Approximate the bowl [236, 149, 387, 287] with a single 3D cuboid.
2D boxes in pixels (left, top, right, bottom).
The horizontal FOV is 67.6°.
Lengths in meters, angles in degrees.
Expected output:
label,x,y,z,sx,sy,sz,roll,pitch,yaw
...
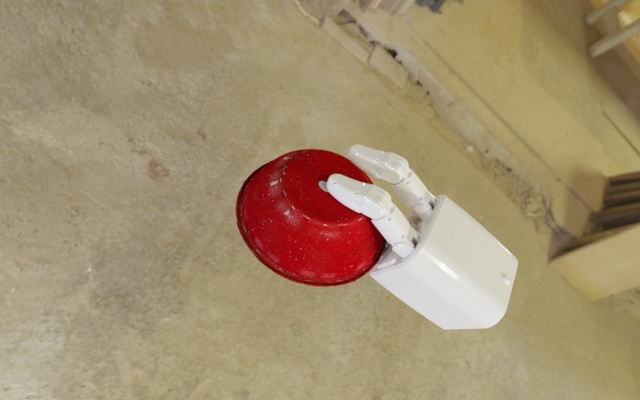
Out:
label,x,y,z,sx,sy,sz,roll,pitch,yaw
bowl,-0.001,0.001,0.474,0.162,0.162,0.055,0,-36,-19
